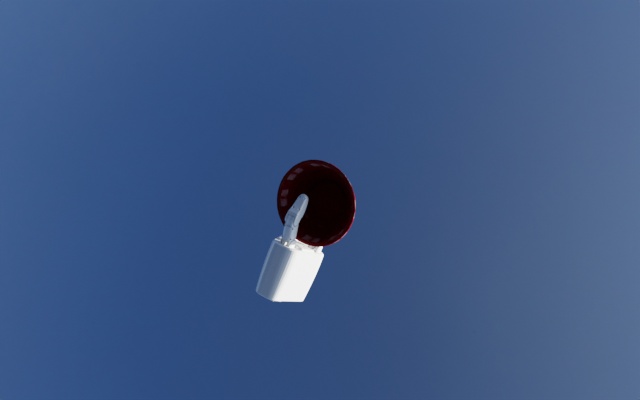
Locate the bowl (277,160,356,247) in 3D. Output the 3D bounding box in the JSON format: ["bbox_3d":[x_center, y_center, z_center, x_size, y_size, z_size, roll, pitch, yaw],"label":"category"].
[{"bbox_3d":[0.001,0.002,0.897,0.162,0.162,0.055,0,7,26],"label":"bowl"}]
